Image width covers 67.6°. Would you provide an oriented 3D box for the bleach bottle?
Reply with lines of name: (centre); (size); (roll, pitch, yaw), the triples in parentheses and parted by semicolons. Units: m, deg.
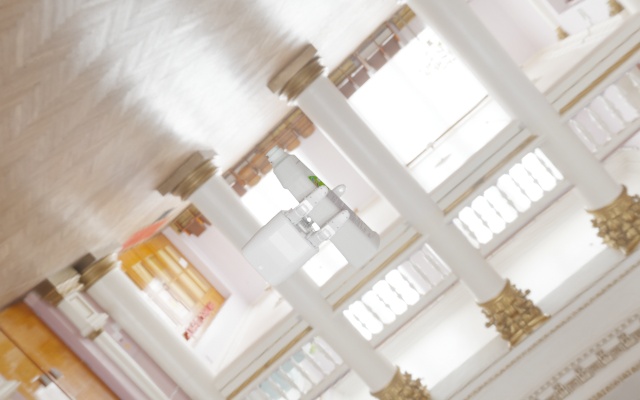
bleach bottle: (0.000, 0.003, 0.848); (0.068, 0.251, 0.102); (-42, 4, 12)
